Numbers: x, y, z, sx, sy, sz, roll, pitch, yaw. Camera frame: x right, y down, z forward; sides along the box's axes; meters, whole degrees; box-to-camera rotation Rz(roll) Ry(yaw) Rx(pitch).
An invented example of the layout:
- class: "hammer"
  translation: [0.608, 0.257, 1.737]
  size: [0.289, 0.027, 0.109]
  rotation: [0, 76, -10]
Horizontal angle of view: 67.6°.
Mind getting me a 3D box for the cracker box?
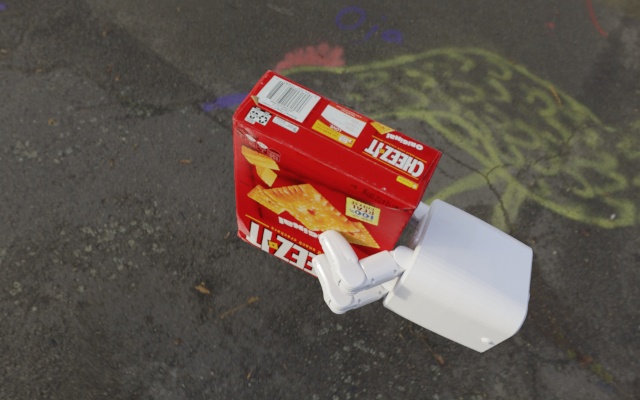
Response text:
- class: "cracker box"
  translation: [0.000, 0.001, 0.466]
  size: [0.164, 0.072, 0.214]
  rotation: [27, -31, 8]
